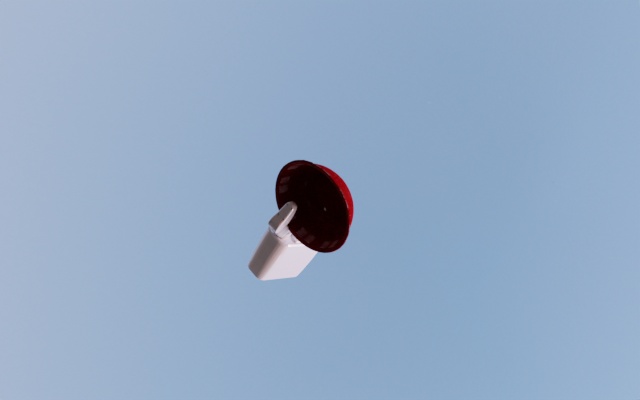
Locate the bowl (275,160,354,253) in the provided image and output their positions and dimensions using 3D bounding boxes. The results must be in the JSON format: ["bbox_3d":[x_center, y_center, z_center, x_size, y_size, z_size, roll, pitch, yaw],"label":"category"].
[{"bbox_3d":[0.001,0.002,0.785,0.162,0.162,0.055,0,21,45],"label":"bowl"}]
